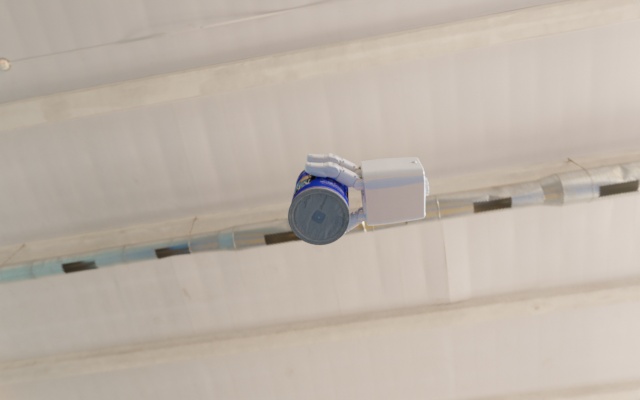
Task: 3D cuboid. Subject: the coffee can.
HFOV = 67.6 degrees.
[{"bbox_3d":[0.000,0.003,0.848,0.103,0.103,0.140,0,22,2],"label":"coffee can"}]
